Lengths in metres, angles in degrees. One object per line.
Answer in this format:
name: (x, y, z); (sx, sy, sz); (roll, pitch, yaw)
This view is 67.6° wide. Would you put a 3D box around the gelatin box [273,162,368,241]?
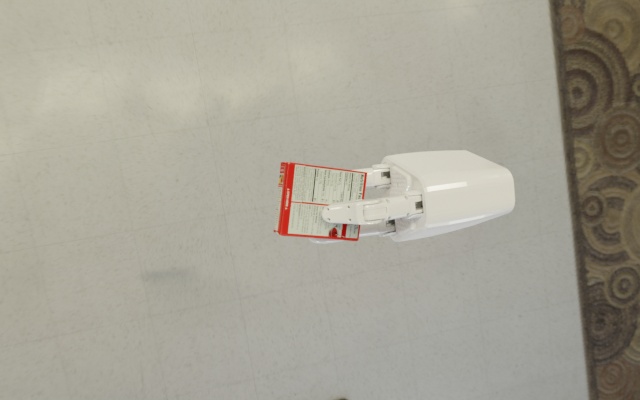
gelatin box: (0.000, 0.002, 0.490); (0.089, 0.073, 0.030); (6, 2, -21)
